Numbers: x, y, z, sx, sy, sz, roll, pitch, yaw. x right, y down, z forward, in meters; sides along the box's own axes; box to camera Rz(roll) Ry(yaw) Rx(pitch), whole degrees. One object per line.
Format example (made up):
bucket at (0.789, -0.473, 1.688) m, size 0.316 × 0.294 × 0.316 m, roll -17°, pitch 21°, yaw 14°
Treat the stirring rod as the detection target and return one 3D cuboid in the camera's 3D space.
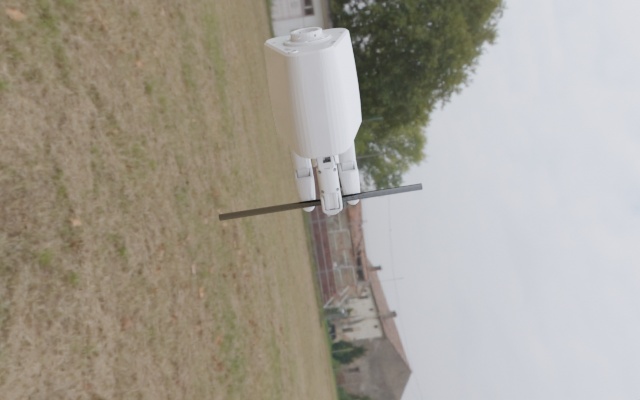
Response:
stirring rod at (0.000, 0.002, 0.562) m, size 0.239 × 0.011 × 0.011 m, roll -9°, pitch 0°, yaw 0°
